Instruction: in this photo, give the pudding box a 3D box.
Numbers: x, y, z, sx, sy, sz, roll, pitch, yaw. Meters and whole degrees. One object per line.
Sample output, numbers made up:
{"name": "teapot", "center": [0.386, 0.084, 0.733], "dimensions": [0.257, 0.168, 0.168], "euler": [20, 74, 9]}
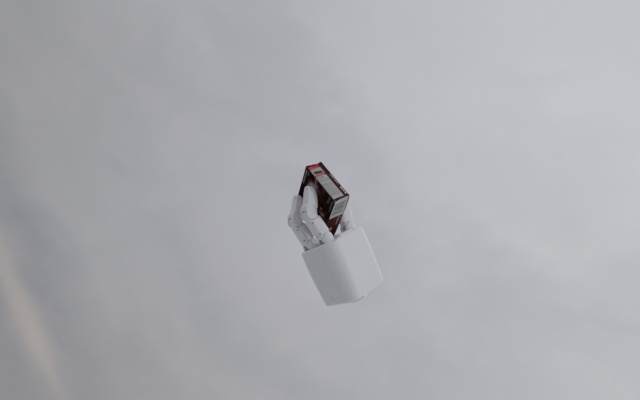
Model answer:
{"name": "pudding box", "center": [0.000, 0.003, 0.842], "dimensions": [0.039, 0.090, 0.114], "euler": [-20, -33, -33]}
